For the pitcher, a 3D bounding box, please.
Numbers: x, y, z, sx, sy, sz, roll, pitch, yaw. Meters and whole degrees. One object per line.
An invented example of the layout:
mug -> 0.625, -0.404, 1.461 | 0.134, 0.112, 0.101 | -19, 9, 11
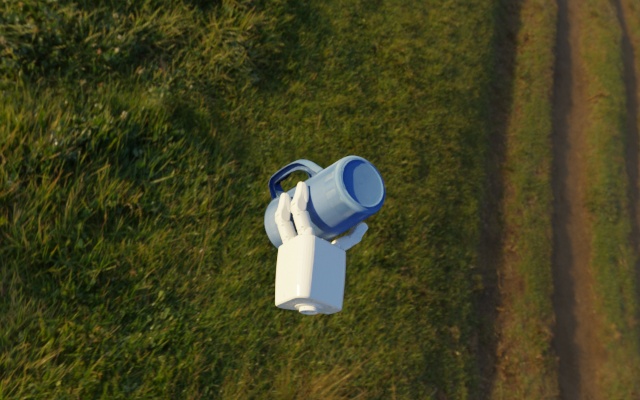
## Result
pitcher -> 0.000, 0.003, 0.892 | 0.149, 0.145, 0.243 | 22, -31, -26
